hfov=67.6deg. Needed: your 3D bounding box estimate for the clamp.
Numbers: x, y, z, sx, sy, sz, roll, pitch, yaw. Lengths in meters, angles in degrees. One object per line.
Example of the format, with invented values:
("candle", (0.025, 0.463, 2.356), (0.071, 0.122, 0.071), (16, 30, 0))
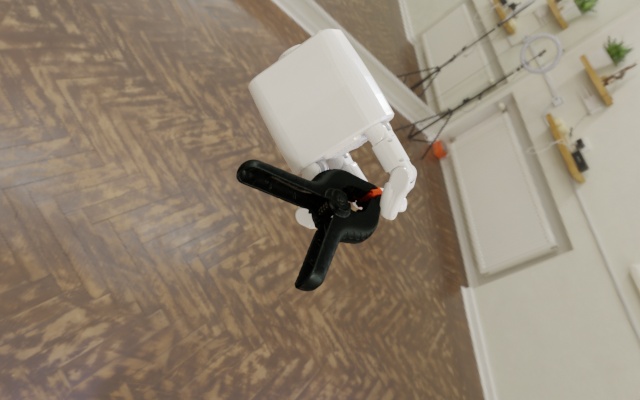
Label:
("clamp", (0.001, 0.001, 0.445), (0.039, 0.120, 0.171), (-31, -2, 34))
